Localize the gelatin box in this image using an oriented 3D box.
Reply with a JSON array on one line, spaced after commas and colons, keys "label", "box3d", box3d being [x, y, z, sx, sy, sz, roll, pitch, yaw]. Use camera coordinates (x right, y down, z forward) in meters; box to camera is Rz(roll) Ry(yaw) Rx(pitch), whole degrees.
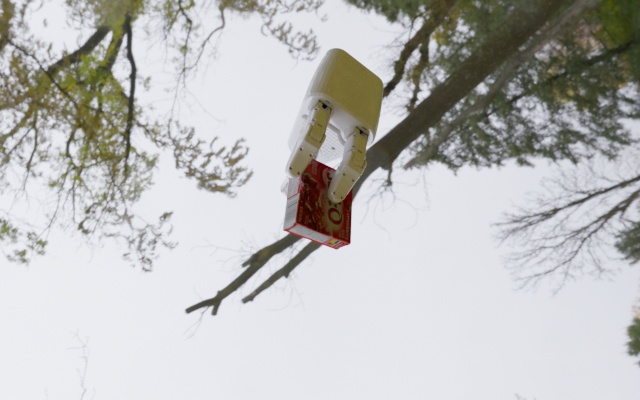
[{"label": "gelatin box", "box3d": [0.000, 0.002, 0.533, 0.073, 0.089, 0.030, 23, -34, -29]}]
